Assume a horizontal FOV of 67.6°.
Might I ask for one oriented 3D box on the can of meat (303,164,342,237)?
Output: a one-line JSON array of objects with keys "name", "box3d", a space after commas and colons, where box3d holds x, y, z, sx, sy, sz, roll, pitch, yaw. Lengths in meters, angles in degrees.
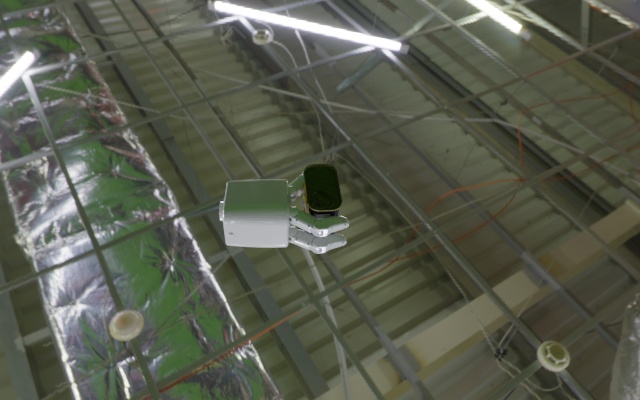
[{"name": "can of meat", "box3d": [0.000, 0.003, 0.822, 0.057, 0.102, 0.084, -2, -39, -8]}]
